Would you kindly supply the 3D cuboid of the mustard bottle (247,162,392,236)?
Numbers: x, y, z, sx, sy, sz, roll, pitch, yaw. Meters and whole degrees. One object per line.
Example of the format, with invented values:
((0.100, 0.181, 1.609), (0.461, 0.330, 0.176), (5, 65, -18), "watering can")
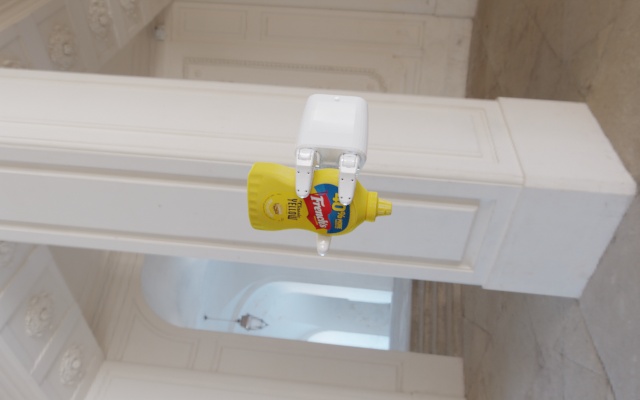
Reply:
((0.000, 0.002, 0.646), (0.191, 0.096, 0.058), (5, 31, 5), "mustard bottle")
